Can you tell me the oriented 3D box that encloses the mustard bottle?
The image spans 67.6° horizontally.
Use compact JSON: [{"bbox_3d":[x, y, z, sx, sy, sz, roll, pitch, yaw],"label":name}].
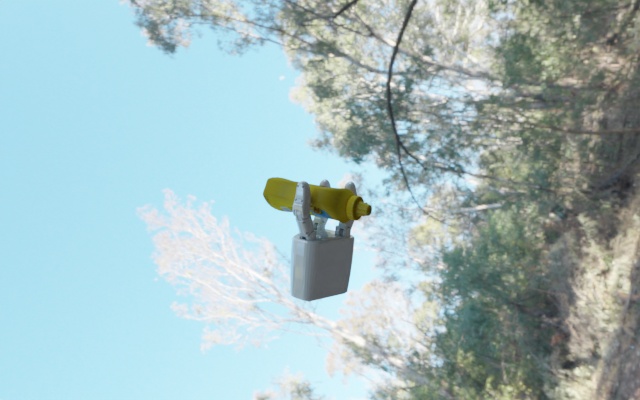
[{"bbox_3d":[0.000,0.002,0.825,0.191,0.058,0.096,11,-13,32],"label":"mustard bottle"}]
